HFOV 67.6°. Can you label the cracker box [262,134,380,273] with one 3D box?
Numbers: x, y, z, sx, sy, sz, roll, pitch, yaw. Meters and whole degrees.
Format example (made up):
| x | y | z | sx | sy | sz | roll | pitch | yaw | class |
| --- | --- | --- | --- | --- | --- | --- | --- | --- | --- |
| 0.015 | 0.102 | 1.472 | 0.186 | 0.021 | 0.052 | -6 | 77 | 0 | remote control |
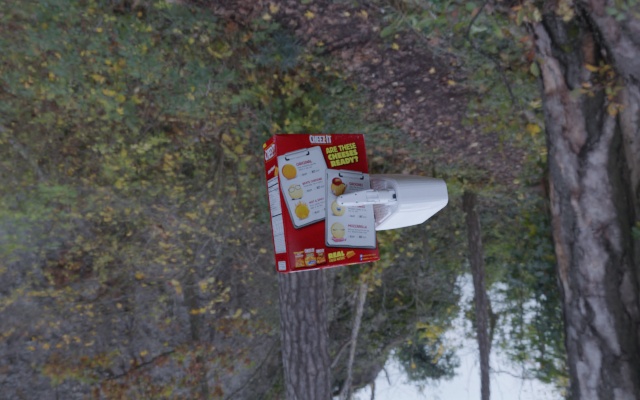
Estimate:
| x | y | z | sx | sy | sz | roll | pitch | yaw | class |
| --- | --- | --- | --- | --- | --- | --- | --- | --- | --- |
| 0.000 | 0.003 | 0.781 | 0.164 | 0.213 | 0.072 | -4 | -7 | -27 | cracker box |
